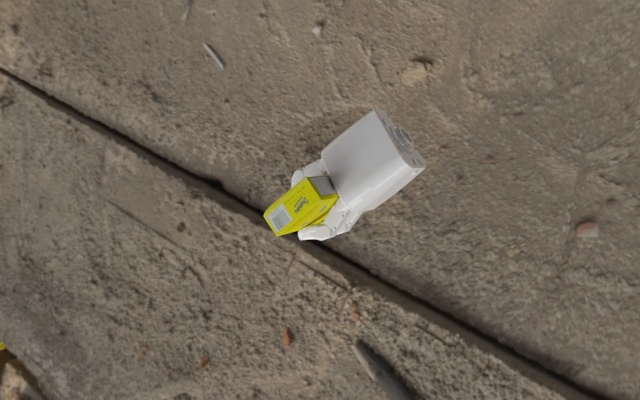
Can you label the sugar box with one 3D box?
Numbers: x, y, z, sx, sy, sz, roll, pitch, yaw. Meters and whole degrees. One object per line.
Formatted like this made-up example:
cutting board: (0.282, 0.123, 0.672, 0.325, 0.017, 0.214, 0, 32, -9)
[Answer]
sugar box: (0.000, 0.003, 0.724, 0.093, 0.048, 0.176, -39, -15, 26)
